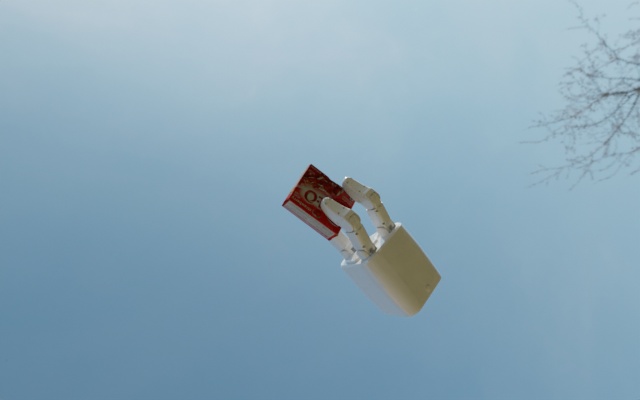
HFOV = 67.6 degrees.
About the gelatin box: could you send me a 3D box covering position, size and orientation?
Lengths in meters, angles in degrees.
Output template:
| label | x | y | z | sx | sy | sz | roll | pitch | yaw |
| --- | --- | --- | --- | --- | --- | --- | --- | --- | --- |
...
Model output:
| label | x | y | z | sx | sy | sz | roll | pitch | yaw |
| --- | --- | --- | --- | --- | --- | --- | --- | --- | --- |
| gelatin box | 0.000 | 0.002 | 0.687 | 0.089 | 0.073 | 0.030 | 37 | -34 | -9 |
